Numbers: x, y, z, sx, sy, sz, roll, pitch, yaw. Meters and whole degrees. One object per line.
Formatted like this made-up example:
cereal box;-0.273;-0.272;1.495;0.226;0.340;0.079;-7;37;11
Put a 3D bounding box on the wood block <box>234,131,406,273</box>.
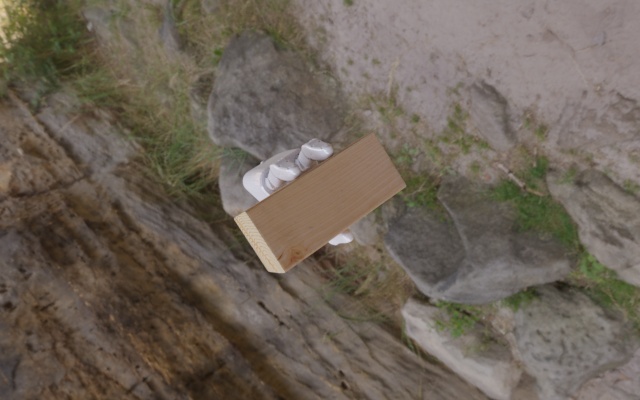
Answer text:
wood block;0.000;0.002;0.647;0.206;0.091;0.090;-34;5;-20
